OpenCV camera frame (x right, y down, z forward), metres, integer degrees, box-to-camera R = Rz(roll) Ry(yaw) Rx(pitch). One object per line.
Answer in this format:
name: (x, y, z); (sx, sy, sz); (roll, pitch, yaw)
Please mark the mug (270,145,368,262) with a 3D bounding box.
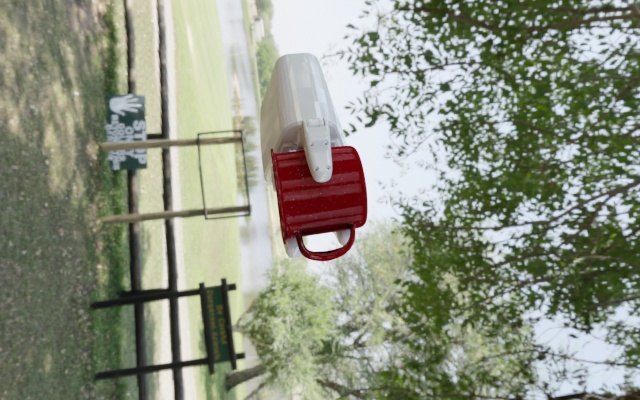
mug: (0.001, 0.003, 0.454); (0.081, 0.117, 0.093); (-8, -30, -5)
